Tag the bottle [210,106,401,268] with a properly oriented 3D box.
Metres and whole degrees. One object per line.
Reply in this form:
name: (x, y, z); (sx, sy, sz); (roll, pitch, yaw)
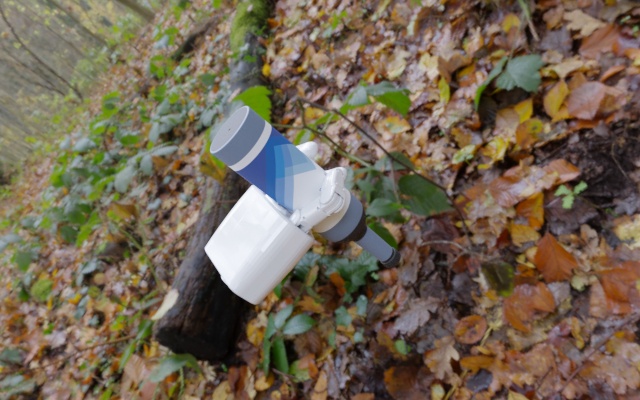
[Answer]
bottle: (0.000, 0.002, 0.598); (0.296, 0.069, 0.069); (39, -21, -28)
